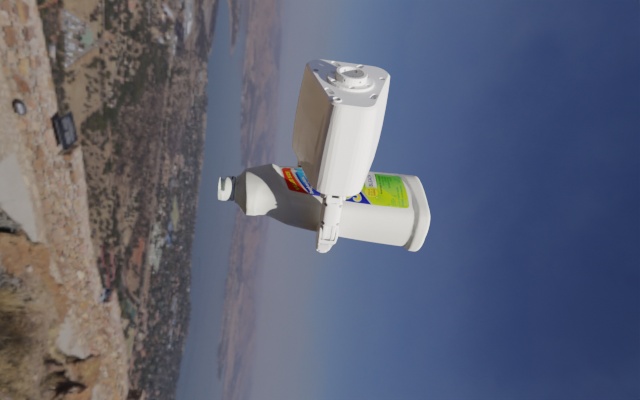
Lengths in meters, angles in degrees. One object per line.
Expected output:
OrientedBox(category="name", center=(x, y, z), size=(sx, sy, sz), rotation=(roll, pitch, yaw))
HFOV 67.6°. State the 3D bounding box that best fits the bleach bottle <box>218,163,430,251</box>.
OrientedBox(category="bleach bottle", center=(0.000, 0.002, 0.591), size=(0.251, 0.068, 0.102), rotation=(6, 39, -6))
